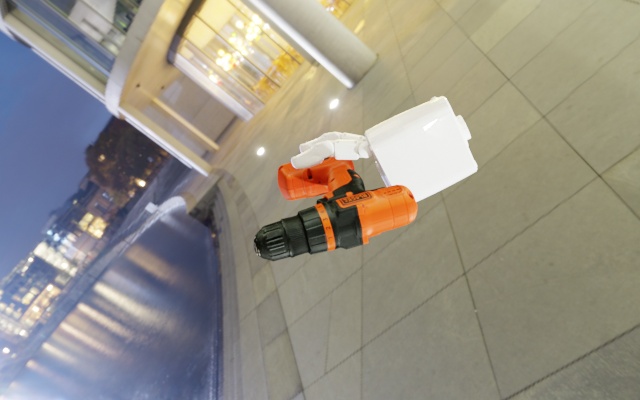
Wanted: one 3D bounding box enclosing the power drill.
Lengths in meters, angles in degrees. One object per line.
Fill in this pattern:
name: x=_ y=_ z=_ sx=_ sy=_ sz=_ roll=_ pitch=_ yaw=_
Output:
power drill: x=0.000 y=0.002 z=0.584 sx=0.184 sy=0.057 sz=0.187 roll=-14 pitch=26 yaw=-10
